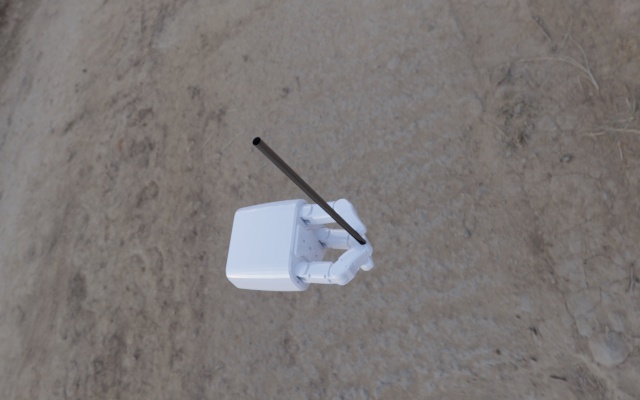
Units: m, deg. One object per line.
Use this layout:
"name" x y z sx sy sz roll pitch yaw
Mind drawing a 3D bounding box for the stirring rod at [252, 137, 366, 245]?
"stirring rod" 0.000 0.002 0.484 0.011 0.011 0.240 0 -24 28
